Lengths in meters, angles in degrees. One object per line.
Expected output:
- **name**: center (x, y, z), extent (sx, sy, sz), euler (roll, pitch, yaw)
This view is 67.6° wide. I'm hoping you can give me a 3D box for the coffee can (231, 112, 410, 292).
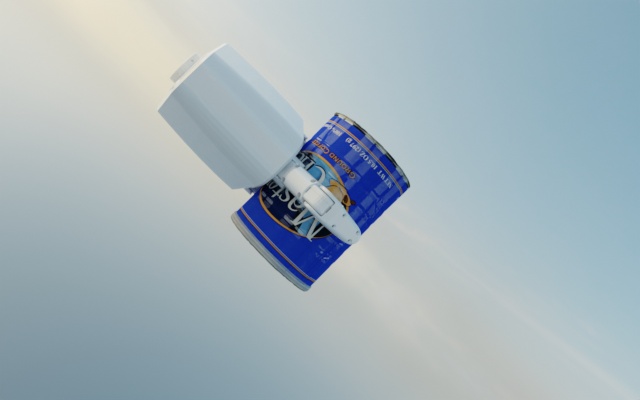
- **coffee can**: center (0.000, 0.002, 0.458), extent (0.140, 0.103, 0.103), euler (-45, -2, -2)
